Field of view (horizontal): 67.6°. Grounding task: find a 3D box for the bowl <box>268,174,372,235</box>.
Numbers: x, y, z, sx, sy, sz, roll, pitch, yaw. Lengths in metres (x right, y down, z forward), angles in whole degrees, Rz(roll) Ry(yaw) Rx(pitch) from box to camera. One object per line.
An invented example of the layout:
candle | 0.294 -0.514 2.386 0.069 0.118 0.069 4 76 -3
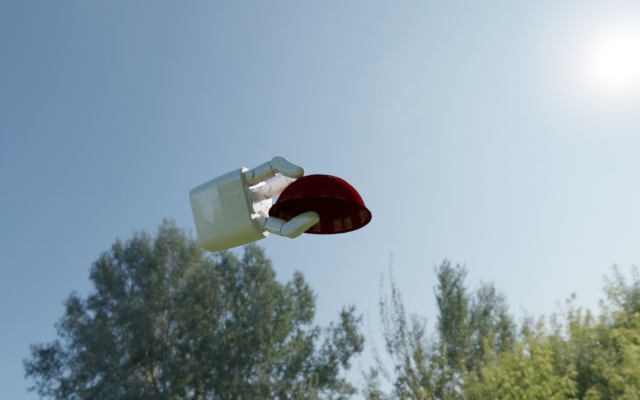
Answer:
bowl | 0.001 0.002 0.751 0.162 0.055 0.162 2 -23 1
